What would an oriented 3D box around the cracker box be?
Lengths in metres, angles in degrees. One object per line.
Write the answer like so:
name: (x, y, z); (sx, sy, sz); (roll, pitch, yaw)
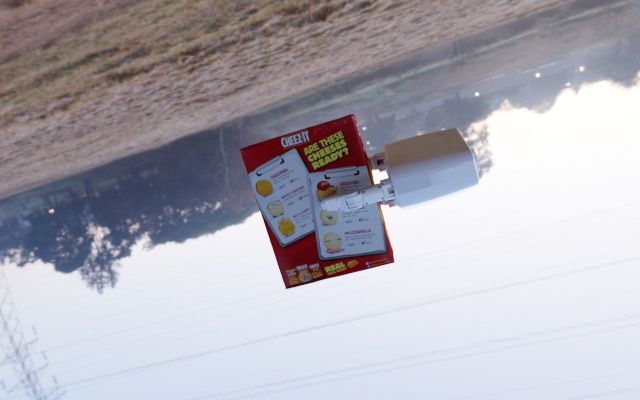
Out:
cracker box: (0.000, 0.002, 0.685); (0.164, 0.214, 0.072); (-15, 10, 9)
